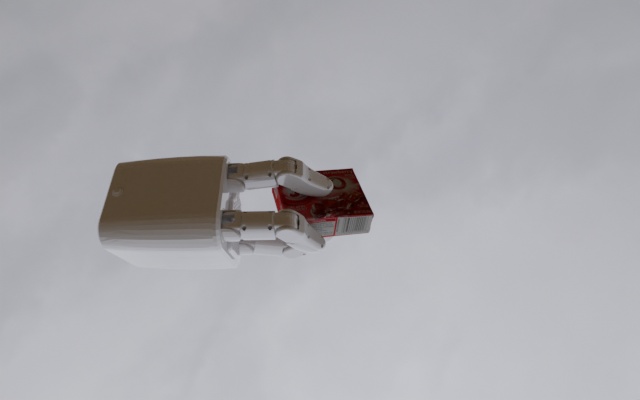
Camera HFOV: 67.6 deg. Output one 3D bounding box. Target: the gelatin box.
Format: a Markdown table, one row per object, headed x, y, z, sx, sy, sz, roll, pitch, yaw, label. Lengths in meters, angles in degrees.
| x | y | z | sx | sy | sz | roll | pitch | yaw | label |
| --- | --- | --- | --- | --- | --- | --- | --- | --- | --- |
| 0.000 | 0.002 | 0.482 | 0.089 | 0.030 | 0.073 | -4 | 43 | -15 | gelatin box |
